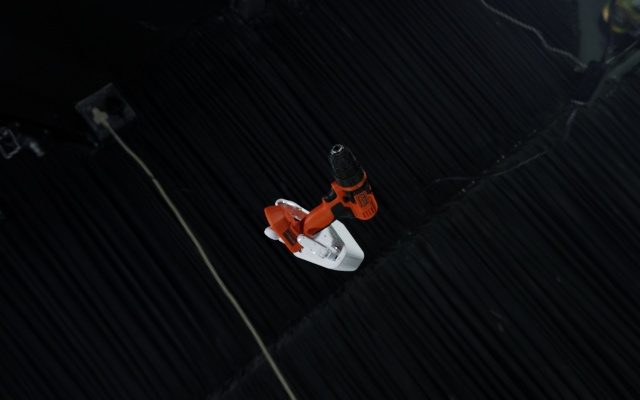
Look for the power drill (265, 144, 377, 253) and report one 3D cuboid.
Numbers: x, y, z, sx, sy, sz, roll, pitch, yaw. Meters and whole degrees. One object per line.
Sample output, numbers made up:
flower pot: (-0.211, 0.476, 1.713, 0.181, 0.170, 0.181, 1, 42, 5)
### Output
power drill: (0.000, 0.003, 0.847, 0.187, 0.057, 0.185, -29, -45, 2)
